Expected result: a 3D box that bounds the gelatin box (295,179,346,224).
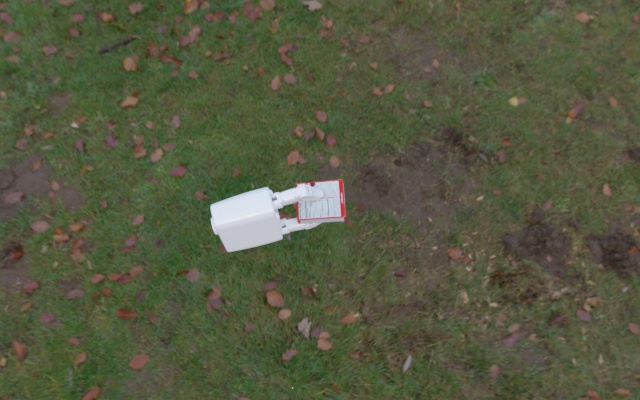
[{"bbox_3d":[0.000,0.003,0.877,0.089,0.073,0.030,-5,-19,4],"label":"gelatin box"}]
